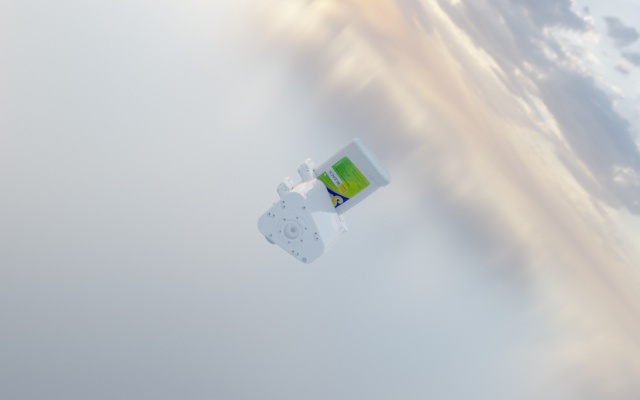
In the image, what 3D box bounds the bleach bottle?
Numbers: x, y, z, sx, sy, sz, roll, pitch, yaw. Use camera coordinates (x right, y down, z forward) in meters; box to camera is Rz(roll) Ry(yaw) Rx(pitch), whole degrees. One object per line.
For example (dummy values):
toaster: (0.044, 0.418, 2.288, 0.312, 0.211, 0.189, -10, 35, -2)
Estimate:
bleach bottle: (0.000, 0.003, 0.861, 0.251, 0.102, 0.068, -40, -2, 20)
